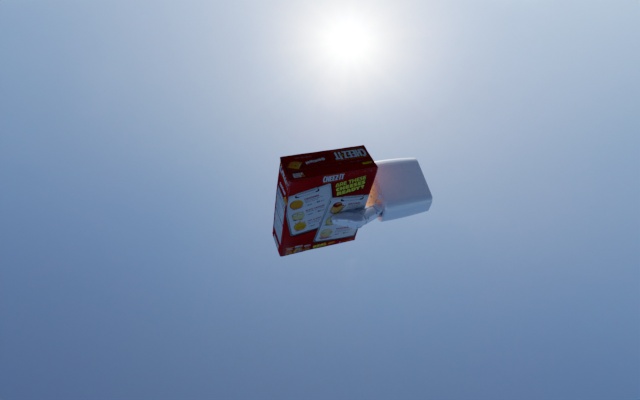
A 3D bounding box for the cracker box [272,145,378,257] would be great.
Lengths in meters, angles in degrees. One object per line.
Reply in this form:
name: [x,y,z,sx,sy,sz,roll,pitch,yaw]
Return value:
cracker box: [0.000,0.003,0.893,0.164,0.072,0.214,-11,-39,-19]
